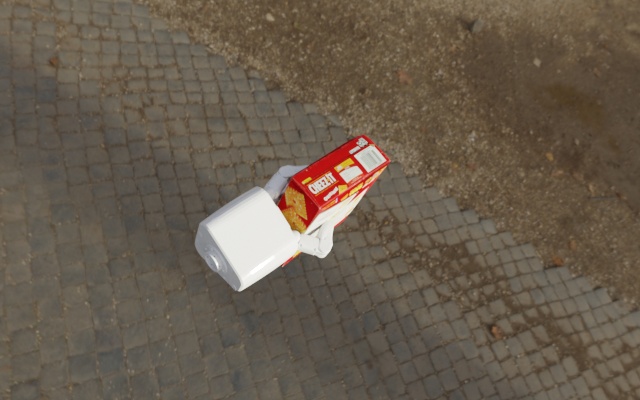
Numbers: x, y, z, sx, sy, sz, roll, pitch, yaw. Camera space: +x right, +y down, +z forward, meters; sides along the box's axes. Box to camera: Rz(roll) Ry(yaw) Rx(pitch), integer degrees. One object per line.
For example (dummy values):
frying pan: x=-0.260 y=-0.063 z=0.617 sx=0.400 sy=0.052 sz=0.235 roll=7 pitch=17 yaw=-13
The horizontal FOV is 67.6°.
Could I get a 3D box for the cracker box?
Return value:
cracker box: x=0.000 y=0.003 z=0.790 sx=0.164 sy=0.072 sz=0.214 roll=-34 pitch=-13 yaw=-33
